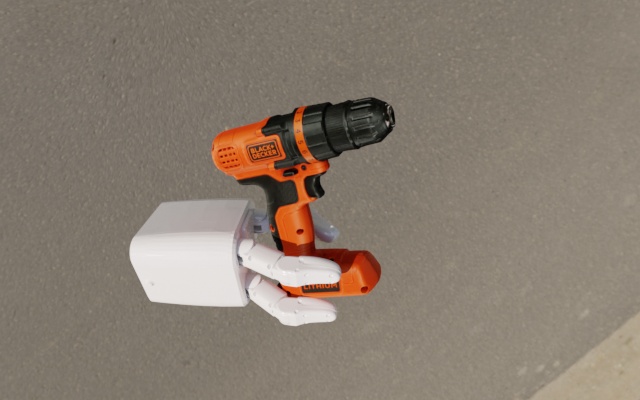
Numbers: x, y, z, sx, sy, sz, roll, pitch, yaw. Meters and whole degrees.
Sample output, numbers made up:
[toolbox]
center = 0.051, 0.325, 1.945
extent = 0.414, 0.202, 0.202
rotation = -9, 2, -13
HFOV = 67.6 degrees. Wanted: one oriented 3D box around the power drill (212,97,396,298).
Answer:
[power drill]
center = 0.000, 0.002, 0.465
extent = 0.184, 0.188, 0.057
rotation = -8, 20, 28
